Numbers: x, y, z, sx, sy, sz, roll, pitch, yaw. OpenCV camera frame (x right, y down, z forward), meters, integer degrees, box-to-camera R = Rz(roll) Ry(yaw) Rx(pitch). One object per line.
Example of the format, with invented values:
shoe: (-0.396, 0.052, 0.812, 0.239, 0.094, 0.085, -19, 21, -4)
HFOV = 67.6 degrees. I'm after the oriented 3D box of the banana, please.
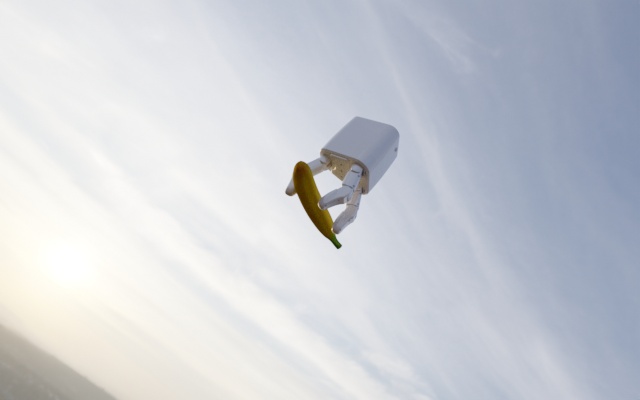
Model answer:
banana: (-0.010, -0.001, 0.830, 0.037, 0.198, 0.069, -41, 39, -19)
